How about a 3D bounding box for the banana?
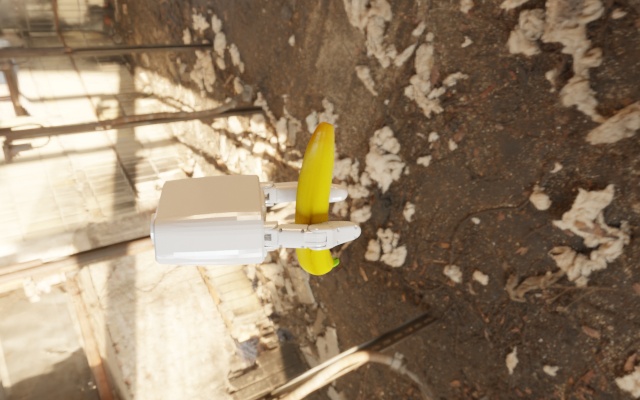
[{"bbox_3d":[-0.005,0.015,0.518,0.037,0.198,0.069,9,37,14],"label":"banana"}]
